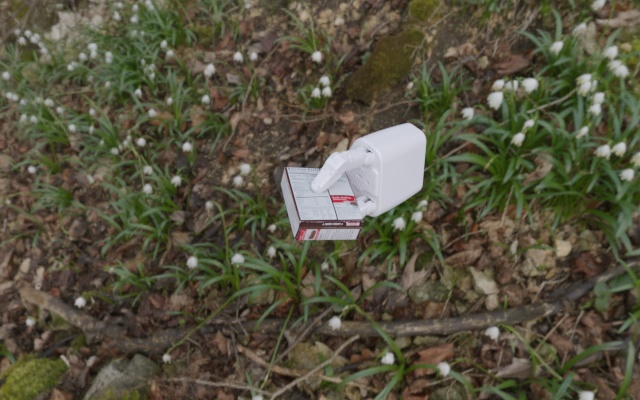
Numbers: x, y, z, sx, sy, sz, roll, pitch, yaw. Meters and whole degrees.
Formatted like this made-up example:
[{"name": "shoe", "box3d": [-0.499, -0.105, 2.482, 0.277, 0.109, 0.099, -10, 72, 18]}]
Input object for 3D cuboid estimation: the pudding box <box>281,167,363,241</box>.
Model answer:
[{"name": "pudding box", "box3d": [0.000, 0.002, 0.645, 0.090, 0.039, 0.113, 0, 41, -17]}]
